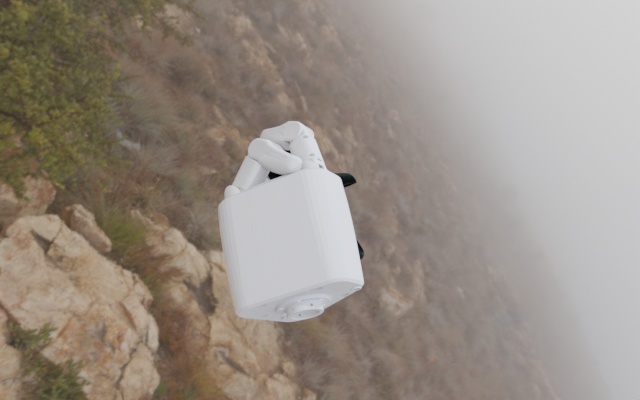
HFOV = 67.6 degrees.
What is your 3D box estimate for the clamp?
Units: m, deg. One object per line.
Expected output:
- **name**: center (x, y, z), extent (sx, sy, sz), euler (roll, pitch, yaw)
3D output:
- **clamp**: center (0.000, 0.001, 0.534), extent (0.039, 0.120, 0.171), euler (-29, -30, 26)
